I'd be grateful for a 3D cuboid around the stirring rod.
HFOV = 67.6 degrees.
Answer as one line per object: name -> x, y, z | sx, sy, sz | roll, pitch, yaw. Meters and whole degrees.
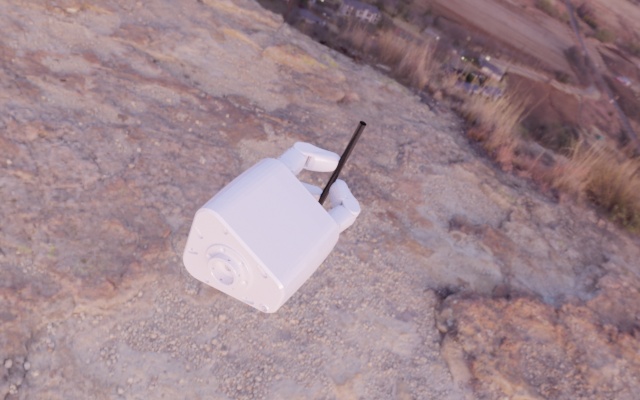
stirring rod -> 0.000, 0.002, 0.574 | 0.011, 0.011, 0.240 | 0, -43, -30
